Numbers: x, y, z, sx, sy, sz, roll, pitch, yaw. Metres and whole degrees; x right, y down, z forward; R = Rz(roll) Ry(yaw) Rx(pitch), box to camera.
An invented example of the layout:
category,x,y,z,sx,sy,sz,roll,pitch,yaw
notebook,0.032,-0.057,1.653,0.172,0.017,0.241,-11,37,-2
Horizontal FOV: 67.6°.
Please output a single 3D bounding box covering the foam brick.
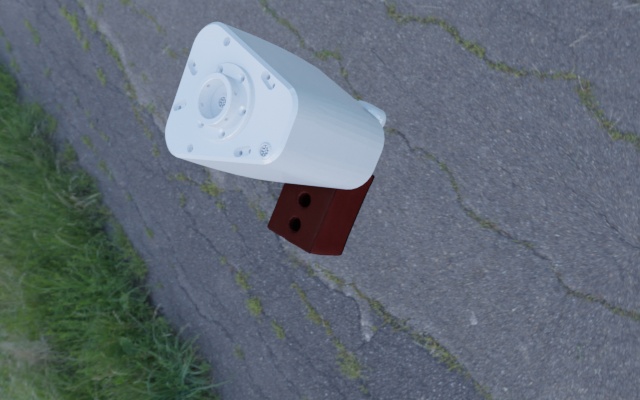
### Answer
category,x,y,z,sx,sy,sz,roll,pitch,yaw
foam brick,0.000,0.002,0.407,0.053,0.078,0.051,28,11,32
